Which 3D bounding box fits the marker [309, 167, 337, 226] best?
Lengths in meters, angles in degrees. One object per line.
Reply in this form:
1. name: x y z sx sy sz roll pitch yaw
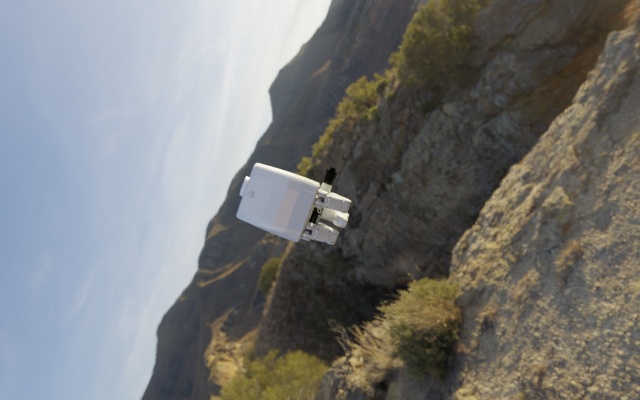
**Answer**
1. marker: 0.000 0.003 0.792 0.020 0.121 0.020 20 7 -2
